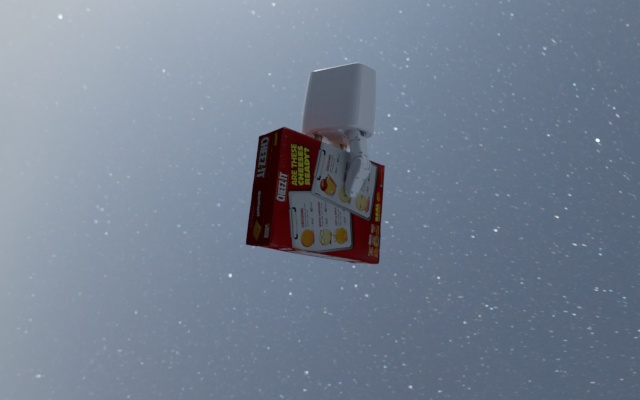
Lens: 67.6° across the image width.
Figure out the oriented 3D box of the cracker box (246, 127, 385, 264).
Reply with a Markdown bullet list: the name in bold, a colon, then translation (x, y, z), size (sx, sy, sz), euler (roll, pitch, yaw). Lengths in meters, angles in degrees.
- **cracker box**: translation (0.000, 0.002, 0.720), size (0.214, 0.164, 0.072), euler (15, -15, -39)
